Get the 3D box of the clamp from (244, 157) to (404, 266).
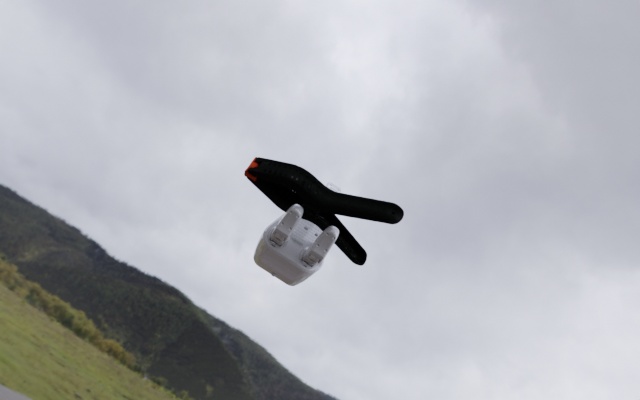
[{"bbox_3d":[0.000,0.001,0.619,0.210,0.036,0.165,33,-31,-3],"label":"clamp"}]
